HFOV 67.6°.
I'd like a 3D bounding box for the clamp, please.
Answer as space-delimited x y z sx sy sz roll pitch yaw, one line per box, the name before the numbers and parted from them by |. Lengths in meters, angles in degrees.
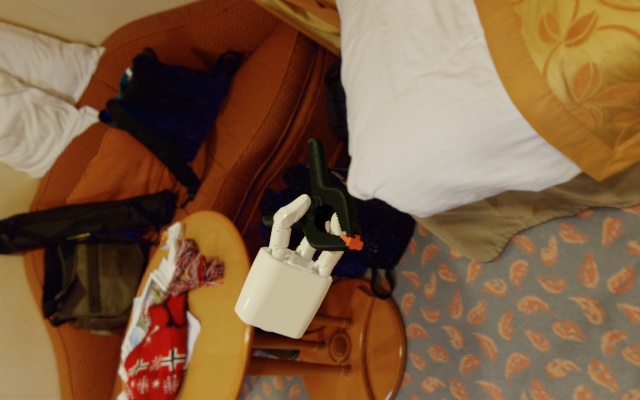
clamp | 0.000 0.002 0.703 0.036 0.164 0.210 22 7 -39
